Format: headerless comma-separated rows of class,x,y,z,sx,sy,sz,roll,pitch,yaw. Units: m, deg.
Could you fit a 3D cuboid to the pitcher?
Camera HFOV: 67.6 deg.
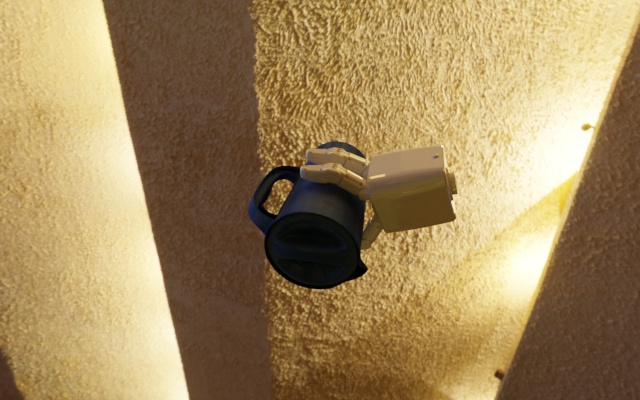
pitcher,0.000,0.002,0.730,0.145,0.149,0.242,-10,31,19
